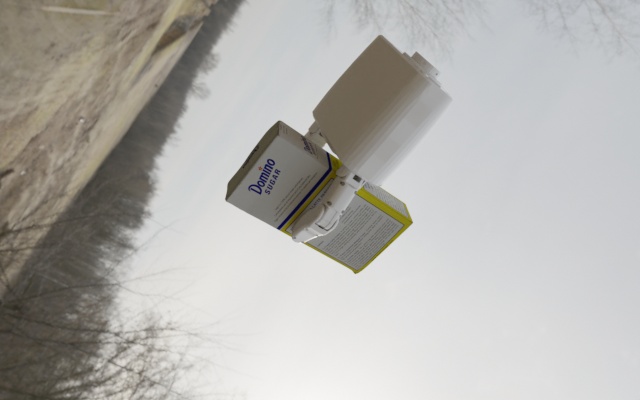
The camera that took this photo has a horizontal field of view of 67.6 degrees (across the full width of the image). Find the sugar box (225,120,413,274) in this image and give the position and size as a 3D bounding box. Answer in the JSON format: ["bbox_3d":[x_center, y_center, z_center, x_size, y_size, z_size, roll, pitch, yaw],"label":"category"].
[{"bbox_3d":[0.000,0.001,0.501,0.176,0.093,0.048,33,24,-21],"label":"sugar box"}]
